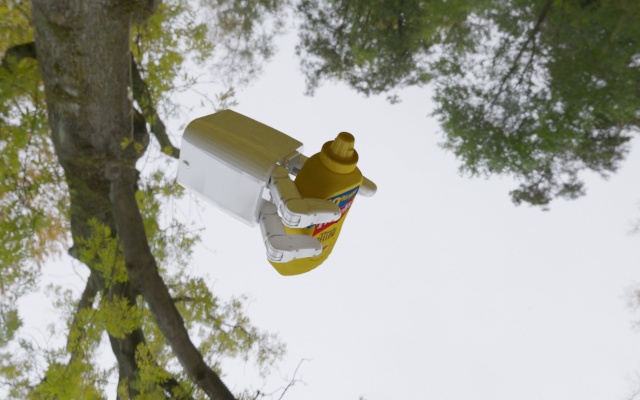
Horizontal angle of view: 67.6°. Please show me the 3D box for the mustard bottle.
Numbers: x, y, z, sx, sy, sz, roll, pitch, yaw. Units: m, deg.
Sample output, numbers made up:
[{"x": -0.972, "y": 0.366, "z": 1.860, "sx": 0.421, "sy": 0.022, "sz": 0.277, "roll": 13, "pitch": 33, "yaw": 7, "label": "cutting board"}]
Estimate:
[{"x": 0.000, "y": 0.002, "z": 0.543, "sx": 0.096, "sy": 0.192, "sz": 0.058, "roll": -23, "pitch": 57, "yaw": -38, "label": "mustard bottle"}]
